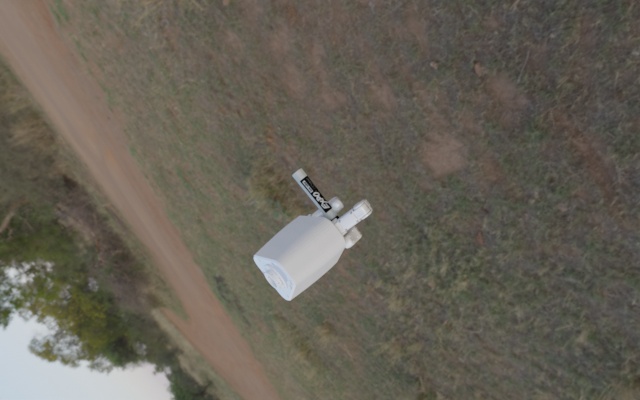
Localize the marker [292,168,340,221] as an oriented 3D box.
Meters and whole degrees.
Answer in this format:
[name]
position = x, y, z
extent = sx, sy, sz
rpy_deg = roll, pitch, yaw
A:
[marker]
position = 0.000, 0.002, 0.745
extent = 0.020, 0.121, 0.020
rpy_deg = -38, 1, 1
